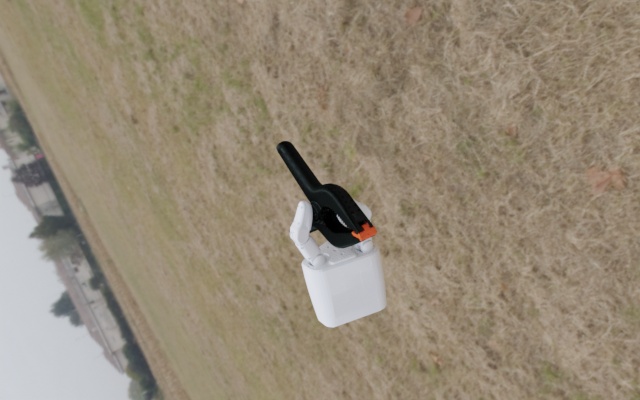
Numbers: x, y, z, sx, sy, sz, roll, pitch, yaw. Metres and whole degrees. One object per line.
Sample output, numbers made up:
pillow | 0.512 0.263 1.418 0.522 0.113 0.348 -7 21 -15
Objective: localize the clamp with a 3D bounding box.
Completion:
clamp | 0.000 0.003 0.684 0.036 0.165 0.210 -23 24 -28
